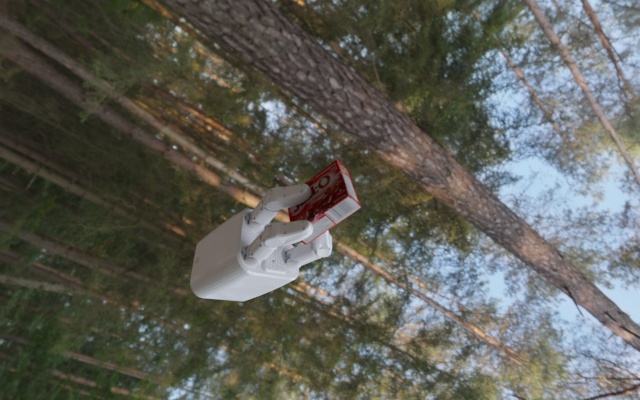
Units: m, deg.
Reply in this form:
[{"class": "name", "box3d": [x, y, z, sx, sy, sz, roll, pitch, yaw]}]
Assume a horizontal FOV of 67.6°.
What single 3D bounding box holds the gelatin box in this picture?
[{"class": "gelatin box", "box3d": [0.001, 0.002, 0.594, 0.089, 0.073, 0.030, -35, -52, 18]}]
